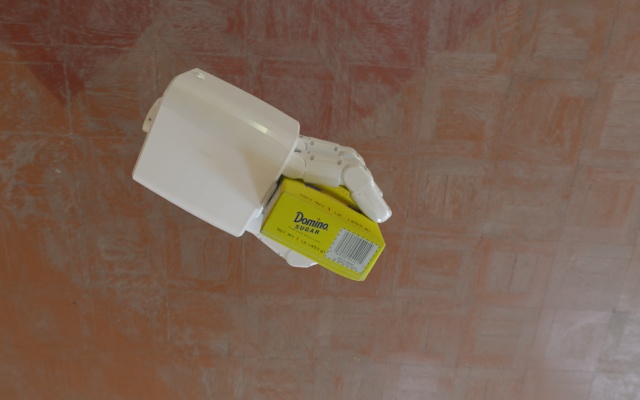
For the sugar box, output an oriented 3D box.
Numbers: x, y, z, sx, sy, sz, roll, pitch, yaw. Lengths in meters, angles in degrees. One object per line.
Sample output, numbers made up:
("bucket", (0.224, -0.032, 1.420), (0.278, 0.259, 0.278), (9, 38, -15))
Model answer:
("sugar box", (0.000, 0.001, 0.445), (0.093, 0.048, 0.176), (28, 18, -11))
